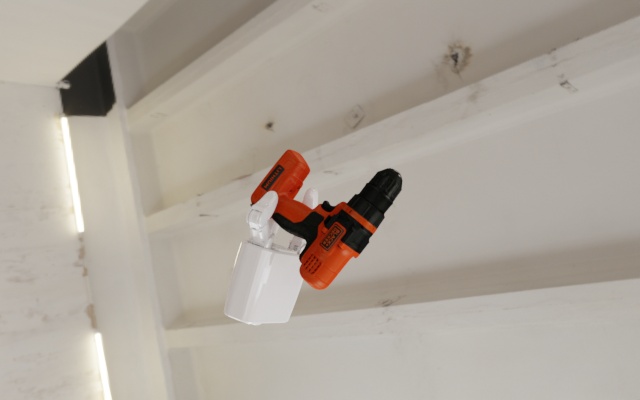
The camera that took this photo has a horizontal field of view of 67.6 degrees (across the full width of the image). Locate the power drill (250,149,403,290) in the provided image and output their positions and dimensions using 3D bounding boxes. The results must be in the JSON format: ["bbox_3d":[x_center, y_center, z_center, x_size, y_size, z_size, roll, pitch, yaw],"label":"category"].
[{"bbox_3d":[0.000,0.002,0.657,0.187,0.184,0.057,38,-1,41],"label":"power drill"}]
